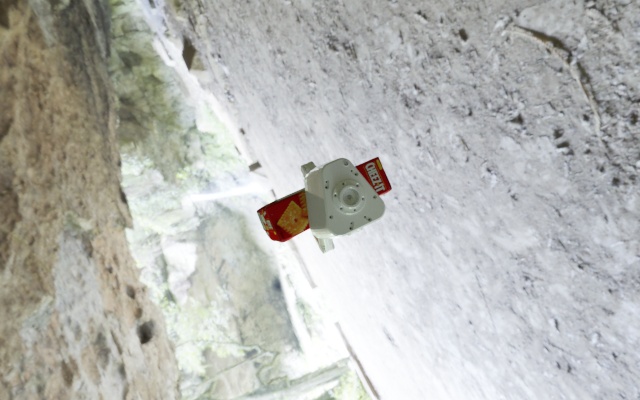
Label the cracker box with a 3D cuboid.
[{"bbox_3d":[0.000,0.003,0.861,0.213,0.072,0.164,-24,2,-13],"label":"cracker box"}]
